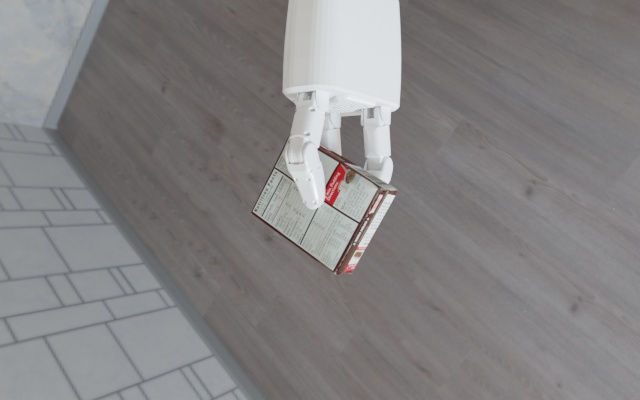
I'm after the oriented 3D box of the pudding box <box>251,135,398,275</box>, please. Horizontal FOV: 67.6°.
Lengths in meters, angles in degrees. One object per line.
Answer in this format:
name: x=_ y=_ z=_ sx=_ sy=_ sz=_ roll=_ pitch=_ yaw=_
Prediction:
pudding box: x=0.000 y=0.001 z=0.442 sx=0.113 sy=0.090 sz=0.039 roll=34 pitch=13 yaw=29
